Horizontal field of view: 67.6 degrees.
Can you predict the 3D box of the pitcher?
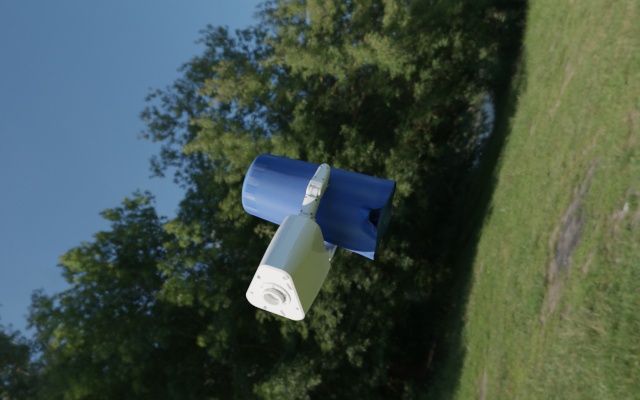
[{"bbox_3d":[0.000,0.003,0.811,0.243,0.149,0.145,17,45,12],"label":"pitcher"}]
